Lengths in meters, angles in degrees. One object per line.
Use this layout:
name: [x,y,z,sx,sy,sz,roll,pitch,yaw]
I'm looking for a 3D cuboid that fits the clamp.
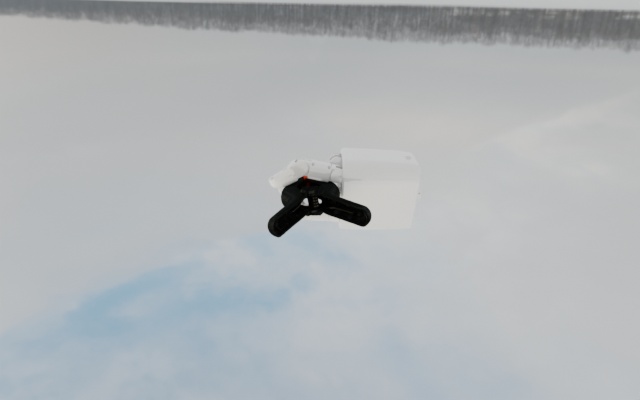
clamp: [0.000,0.003,0.615,0.120,0.039,0.171,2,22,0]
